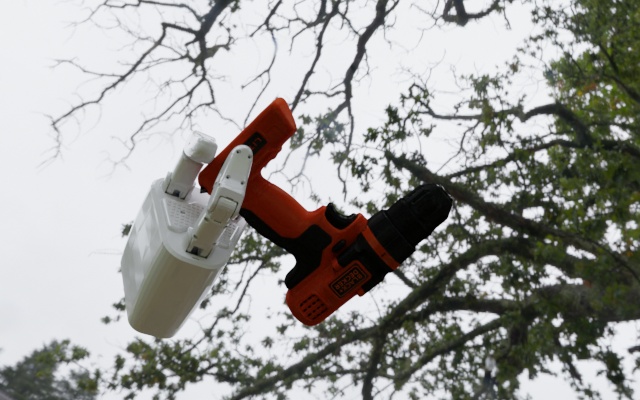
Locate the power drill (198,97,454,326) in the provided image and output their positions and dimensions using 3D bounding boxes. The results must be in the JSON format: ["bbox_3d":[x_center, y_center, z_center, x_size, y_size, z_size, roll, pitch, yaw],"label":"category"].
[{"bbox_3d":[0.000,0.001,0.431,0.184,0.188,0.057,-41,9,9],"label":"power drill"}]
